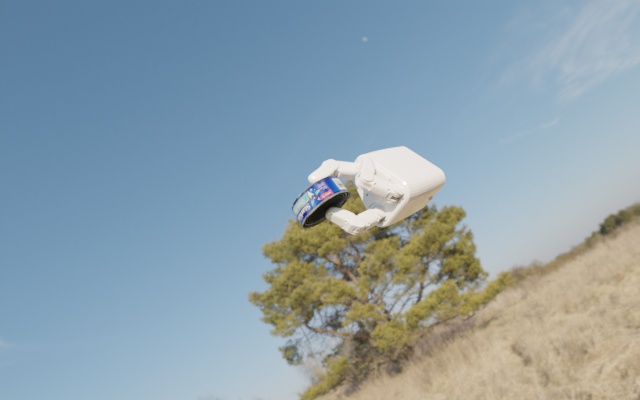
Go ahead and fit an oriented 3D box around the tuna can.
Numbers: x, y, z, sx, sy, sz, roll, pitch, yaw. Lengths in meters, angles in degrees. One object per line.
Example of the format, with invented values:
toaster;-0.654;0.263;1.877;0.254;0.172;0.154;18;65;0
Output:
tuna can;0.000;0.002;0.709;0.086;0.033;0.086;-33;-17;-12
